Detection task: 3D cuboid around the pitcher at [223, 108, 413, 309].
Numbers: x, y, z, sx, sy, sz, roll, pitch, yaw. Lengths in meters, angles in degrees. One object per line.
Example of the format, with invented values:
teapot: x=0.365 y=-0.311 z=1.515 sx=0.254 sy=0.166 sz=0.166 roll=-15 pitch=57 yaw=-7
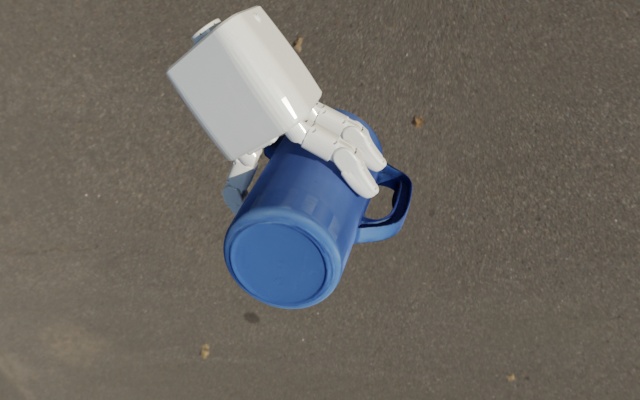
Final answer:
pitcher: x=0.000 y=0.002 z=0.510 sx=0.149 sy=0.145 sz=0.242 roll=-27 pitch=19 yaw=25
